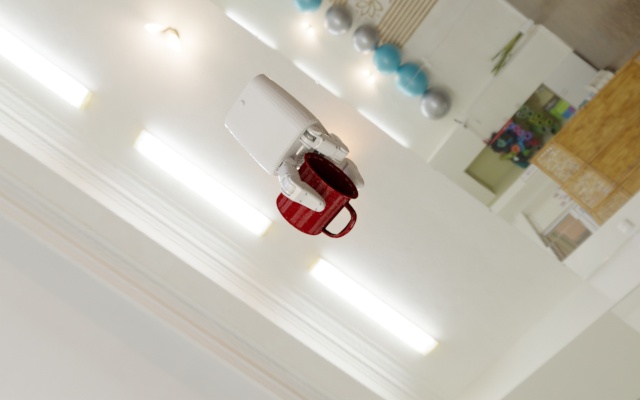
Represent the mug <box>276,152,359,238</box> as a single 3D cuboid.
[{"bbox_3d":[0.001,0.003,0.659,0.117,0.081,0.093,46,21,16],"label":"mug"}]
